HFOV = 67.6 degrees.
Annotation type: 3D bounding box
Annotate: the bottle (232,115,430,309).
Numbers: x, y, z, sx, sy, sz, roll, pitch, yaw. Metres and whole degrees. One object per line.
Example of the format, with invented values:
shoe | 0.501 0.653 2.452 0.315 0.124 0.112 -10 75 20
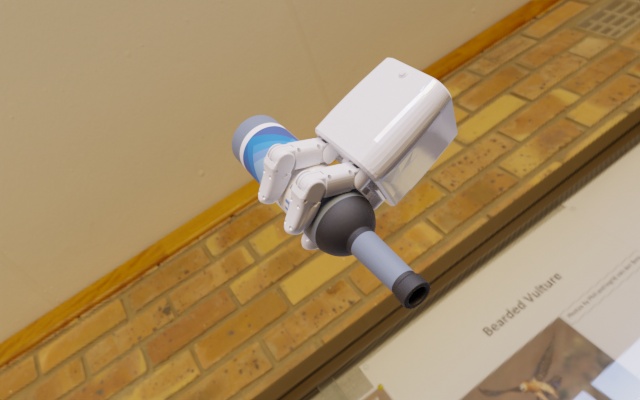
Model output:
bottle | 0.000 0.002 0.479 0.069 0.069 0.295 0 30 -38
